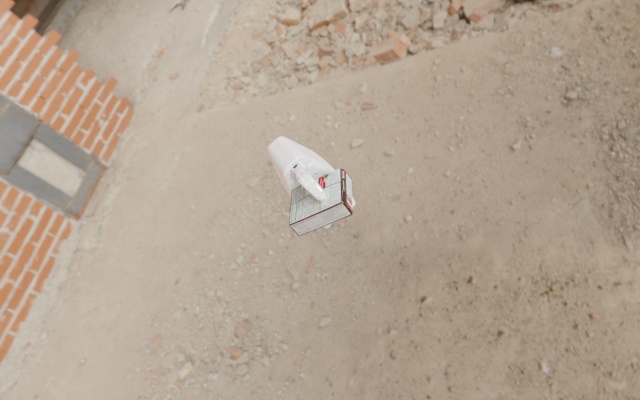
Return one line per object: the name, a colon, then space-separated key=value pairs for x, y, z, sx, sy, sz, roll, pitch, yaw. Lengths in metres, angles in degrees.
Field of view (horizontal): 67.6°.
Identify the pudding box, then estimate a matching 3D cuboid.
pudding box: x=0.000 y=0.003 z=0.839 sx=0.113 sy=0.090 sz=0.039 roll=-25 pitch=-49 yaw=24
